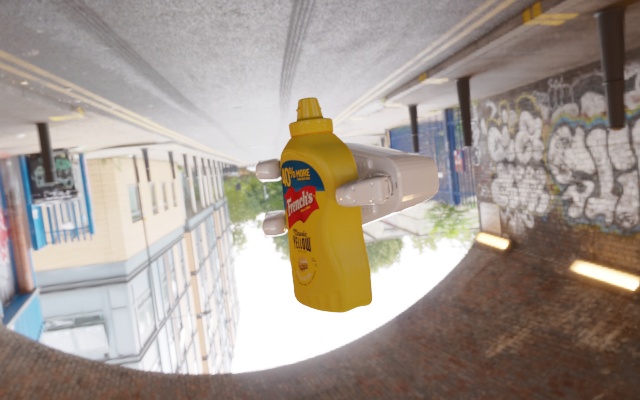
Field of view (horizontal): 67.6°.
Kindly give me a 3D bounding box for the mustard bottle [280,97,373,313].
[{"bbox_3d":[0.000,0.002,0.445,0.058,0.191,0.096,-9,5,-29],"label":"mustard bottle"}]
